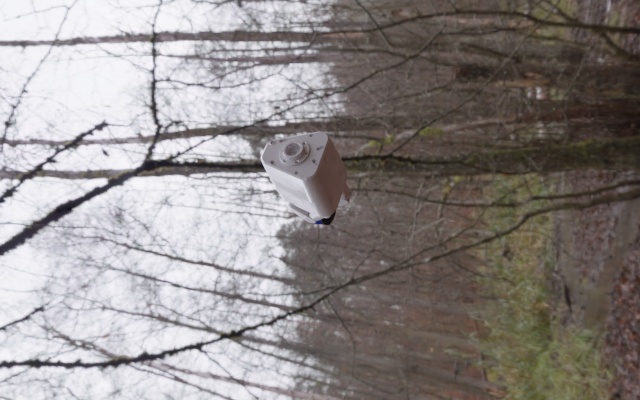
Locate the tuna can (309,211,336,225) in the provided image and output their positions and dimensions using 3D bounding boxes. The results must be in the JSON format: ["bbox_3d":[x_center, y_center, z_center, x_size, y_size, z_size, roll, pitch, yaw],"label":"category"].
[{"bbox_3d":[0.000,0.003,0.895,0.034,0.086,0.086,3,1,24],"label":"tuna can"}]
